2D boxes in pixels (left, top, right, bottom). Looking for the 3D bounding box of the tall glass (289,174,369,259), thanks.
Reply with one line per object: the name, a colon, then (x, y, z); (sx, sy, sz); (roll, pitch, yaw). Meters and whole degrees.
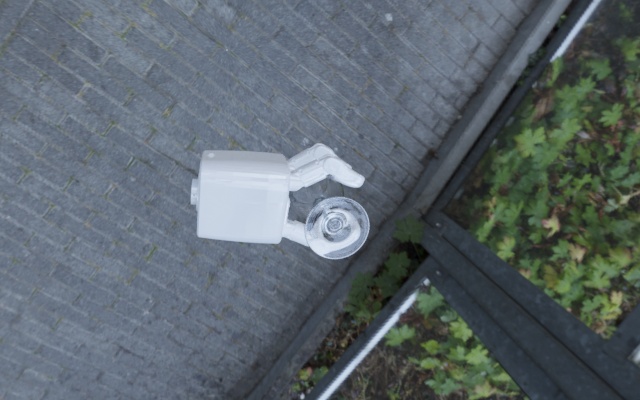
tall glass: (0.000, 0.002, 0.624); (0.079, 0.079, 0.201); (0, 17, -11)
